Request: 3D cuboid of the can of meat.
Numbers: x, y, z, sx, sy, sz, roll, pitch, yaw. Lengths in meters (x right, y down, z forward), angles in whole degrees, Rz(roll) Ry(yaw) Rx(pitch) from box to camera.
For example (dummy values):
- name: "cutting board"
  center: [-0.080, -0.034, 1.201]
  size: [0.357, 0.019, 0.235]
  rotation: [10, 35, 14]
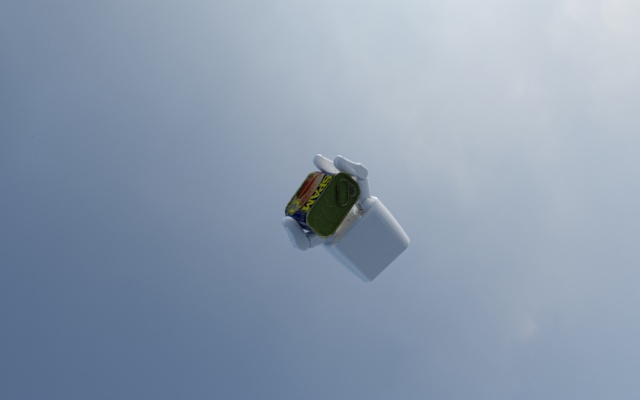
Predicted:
- name: "can of meat"
  center: [0.000, 0.002, 0.745]
  size: [0.057, 0.102, 0.084]
  rotation: [43, -15, -27]
